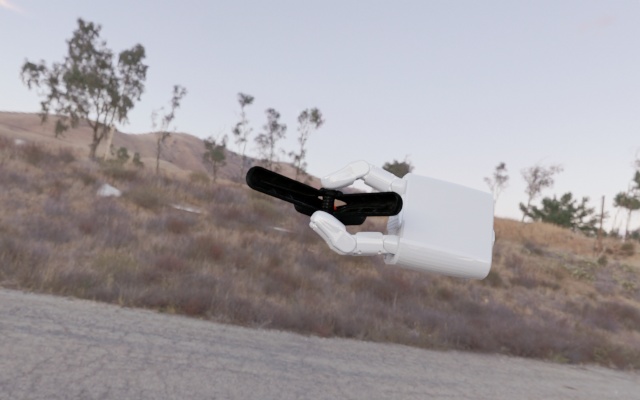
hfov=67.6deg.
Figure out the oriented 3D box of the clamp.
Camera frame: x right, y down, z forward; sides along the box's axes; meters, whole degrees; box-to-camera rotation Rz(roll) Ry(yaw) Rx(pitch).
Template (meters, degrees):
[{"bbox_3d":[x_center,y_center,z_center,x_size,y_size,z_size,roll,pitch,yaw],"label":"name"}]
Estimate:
[{"bbox_3d":[0.000,0.001,0.576,0.164,0.036,0.210,13,-8,0],"label":"clamp"}]
